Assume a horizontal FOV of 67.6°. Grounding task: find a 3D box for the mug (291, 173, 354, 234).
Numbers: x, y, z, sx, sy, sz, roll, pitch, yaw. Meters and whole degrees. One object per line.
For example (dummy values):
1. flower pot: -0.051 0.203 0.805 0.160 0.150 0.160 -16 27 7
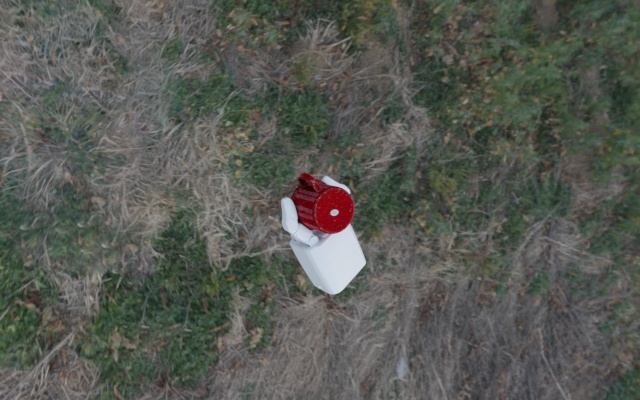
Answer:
1. mug: 0.000 0.001 0.823 0.093 0.117 0.081 -36 22 -20
